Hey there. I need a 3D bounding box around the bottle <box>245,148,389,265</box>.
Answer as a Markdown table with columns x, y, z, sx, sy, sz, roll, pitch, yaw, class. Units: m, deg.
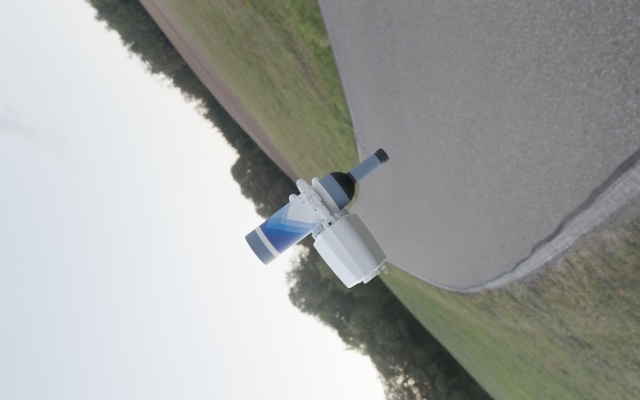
| x | y | z | sx | sy | sz | roll | pitch | yaw | class |
| --- | --- | --- | --- | --- | --- | --- | --- | --- | --- |
| 0.000 | 0.003 | 0.868 | 0.295 | 0.069 | 0.069 | -37 | 1 | -2 | bottle |
